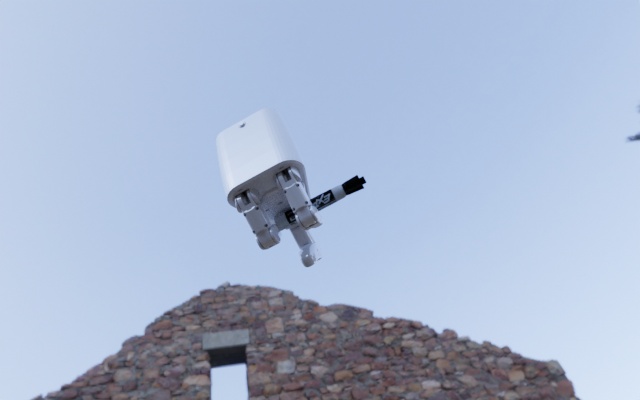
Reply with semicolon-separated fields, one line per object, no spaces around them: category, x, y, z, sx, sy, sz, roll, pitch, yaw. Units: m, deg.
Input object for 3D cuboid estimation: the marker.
marker;0.000;0.002;0.581;0.121;0.020;0.020;-27;-3;6
